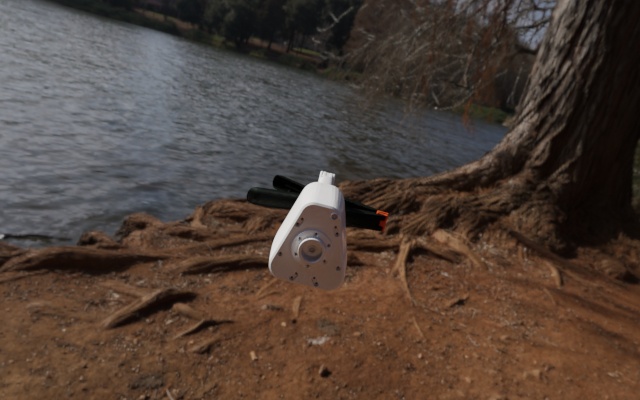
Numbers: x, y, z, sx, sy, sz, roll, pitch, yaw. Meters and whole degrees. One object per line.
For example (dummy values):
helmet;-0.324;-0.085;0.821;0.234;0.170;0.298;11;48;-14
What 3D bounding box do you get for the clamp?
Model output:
clamp;0.001;0.002;0.748;0.210;0.036;0.164;15;13;-1
